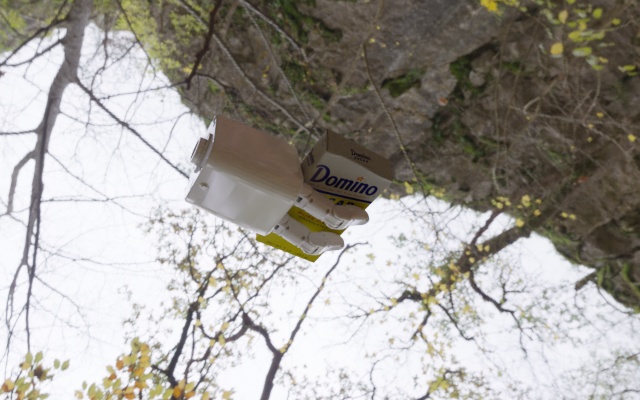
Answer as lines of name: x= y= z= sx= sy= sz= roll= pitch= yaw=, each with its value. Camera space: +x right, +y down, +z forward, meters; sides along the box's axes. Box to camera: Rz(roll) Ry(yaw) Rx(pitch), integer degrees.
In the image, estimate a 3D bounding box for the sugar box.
sugar box: x=0.000 y=0.002 z=0.593 sx=0.093 sy=0.048 sz=0.176 roll=23 pitch=-48 yaw=-22
